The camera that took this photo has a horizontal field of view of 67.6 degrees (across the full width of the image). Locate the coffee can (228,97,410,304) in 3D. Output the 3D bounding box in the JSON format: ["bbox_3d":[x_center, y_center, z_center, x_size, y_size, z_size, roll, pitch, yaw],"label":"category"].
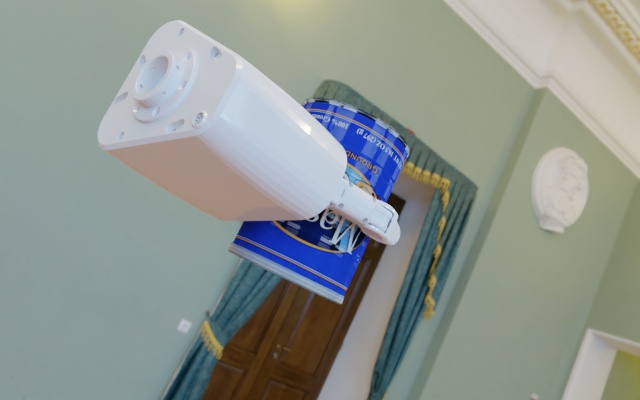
[{"bbox_3d":[0.000,0.002,0.402,0.103,0.140,0.103,25,-10,5],"label":"coffee can"}]
